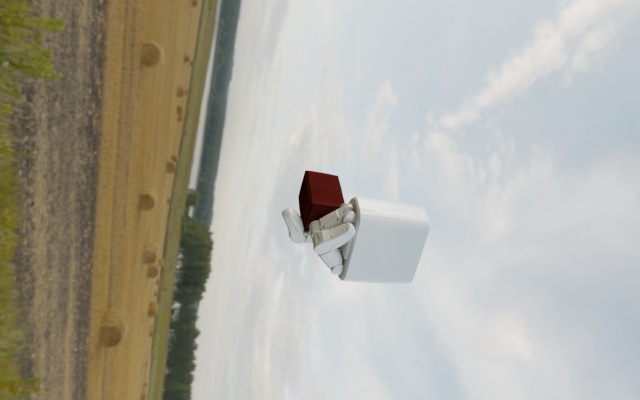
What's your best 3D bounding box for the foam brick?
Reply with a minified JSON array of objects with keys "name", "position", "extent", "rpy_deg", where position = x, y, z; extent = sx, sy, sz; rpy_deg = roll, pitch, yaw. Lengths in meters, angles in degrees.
[{"name":"foam brick","position":[0.000,0.002,0.691],"extent":[0.051,0.053,0.078],"rpy_deg":[7,39,-14]}]
